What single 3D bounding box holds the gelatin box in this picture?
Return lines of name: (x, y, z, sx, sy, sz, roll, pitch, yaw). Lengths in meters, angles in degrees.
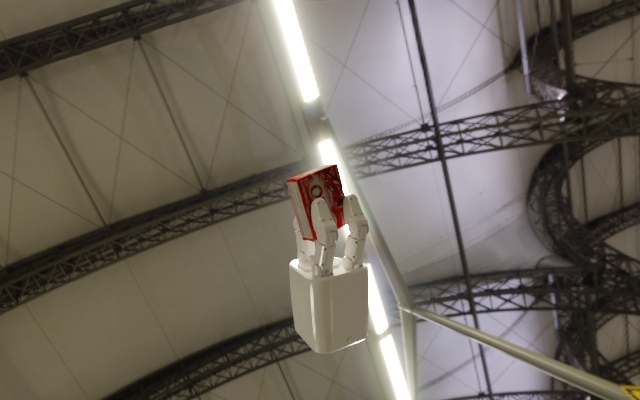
gelatin box: (0.000, 0.002, 0.651, 0.073, 0.089, 0.030, -24, 15, -35)
